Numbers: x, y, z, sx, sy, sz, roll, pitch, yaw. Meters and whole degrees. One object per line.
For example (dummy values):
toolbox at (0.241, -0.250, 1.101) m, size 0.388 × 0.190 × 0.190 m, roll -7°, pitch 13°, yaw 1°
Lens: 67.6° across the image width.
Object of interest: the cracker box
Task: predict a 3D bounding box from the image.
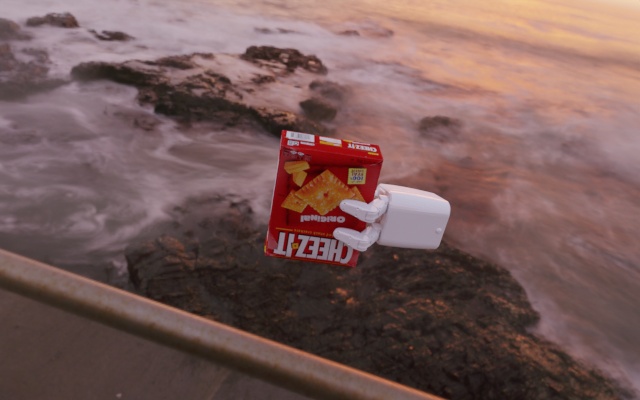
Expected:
cracker box at (0.000, 0.002, 0.803) m, size 0.164 × 0.214 × 0.072 m, roll 8°, pitch 28°, yaw -6°
